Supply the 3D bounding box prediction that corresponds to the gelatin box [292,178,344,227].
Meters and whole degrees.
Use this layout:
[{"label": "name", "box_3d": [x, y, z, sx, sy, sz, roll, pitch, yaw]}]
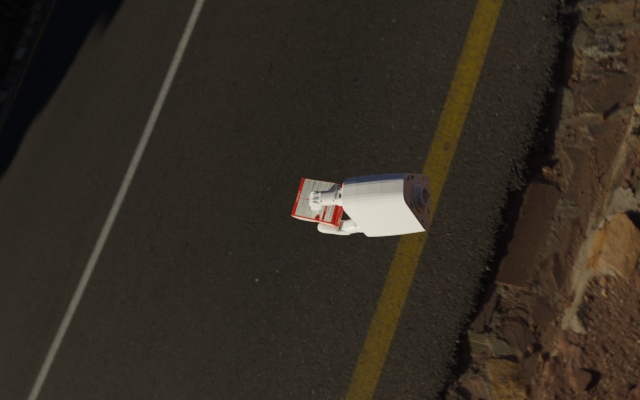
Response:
[{"label": "gelatin box", "box_3d": [0.000, 0.003, 0.843, 0.089, 0.073, 0.030, 10, -10, 32]}]
